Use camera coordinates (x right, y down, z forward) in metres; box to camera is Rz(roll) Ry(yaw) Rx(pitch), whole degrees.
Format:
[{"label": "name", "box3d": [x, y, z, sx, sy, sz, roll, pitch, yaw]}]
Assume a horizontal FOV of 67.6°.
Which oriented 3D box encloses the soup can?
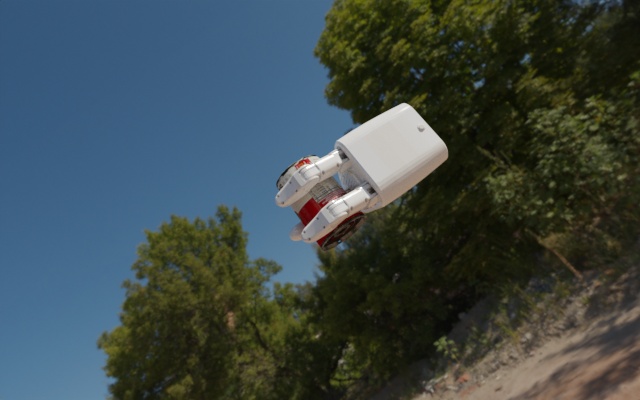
[{"label": "soup can", "box3d": [0.000, 0.002, 0.593, 0.068, 0.102, 0.068, -34, -17, -12]}]
